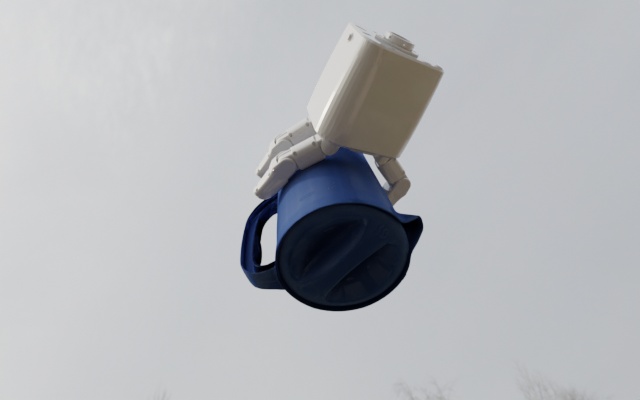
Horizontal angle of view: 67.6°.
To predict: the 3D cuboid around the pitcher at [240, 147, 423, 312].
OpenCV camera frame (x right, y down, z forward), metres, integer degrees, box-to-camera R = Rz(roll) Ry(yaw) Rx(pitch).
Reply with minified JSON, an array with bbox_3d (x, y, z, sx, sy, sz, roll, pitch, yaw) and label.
[{"bbox_3d":[0.000,0.002,0.552,0.149,0.145,0.242,19,27,-18],"label":"pitcher"}]
